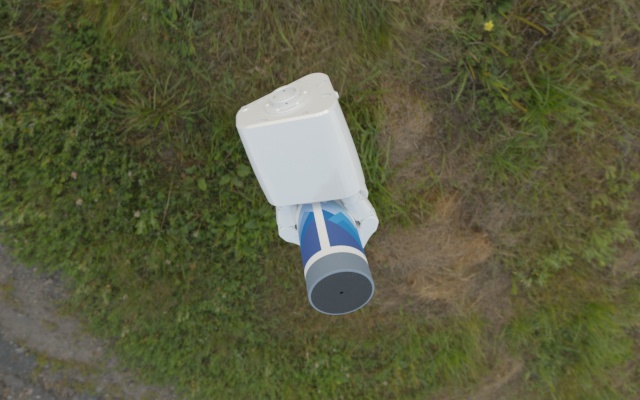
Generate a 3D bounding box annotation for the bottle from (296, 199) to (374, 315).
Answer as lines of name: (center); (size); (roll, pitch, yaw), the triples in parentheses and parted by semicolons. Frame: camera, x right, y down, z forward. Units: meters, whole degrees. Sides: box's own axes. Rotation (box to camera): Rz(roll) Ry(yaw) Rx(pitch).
bottle: (0.000, 0.002, 0.585); (0.069, 0.069, 0.295); (0, 38, -10)
